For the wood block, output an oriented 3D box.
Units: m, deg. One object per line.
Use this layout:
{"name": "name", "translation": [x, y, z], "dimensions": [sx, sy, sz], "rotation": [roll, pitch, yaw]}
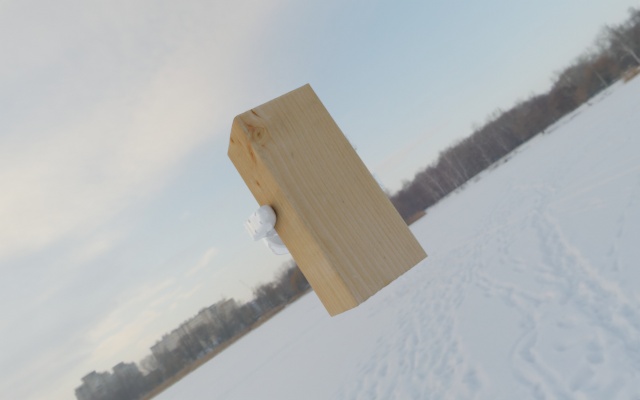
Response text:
{"name": "wood block", "translation": [0.000, 0.002, 0.483], "dimensions": [0.091, 0.206, 0.090], "rotation": [-30, -9, -23]}
